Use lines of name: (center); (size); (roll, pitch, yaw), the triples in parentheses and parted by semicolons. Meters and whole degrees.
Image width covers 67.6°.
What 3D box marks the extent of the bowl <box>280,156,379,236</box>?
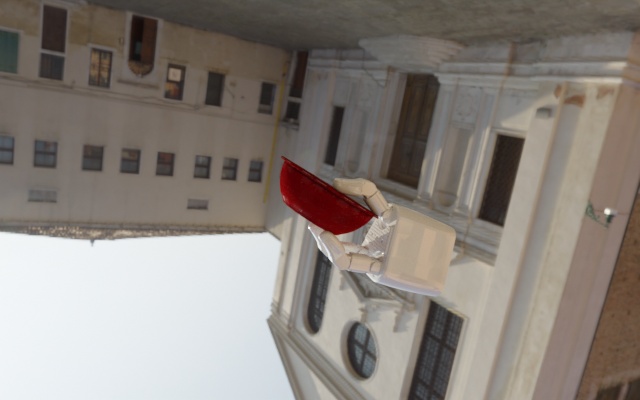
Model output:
bowl: (-0.001, 0.002, 0.672); (0.162, 0.055, 0.162); (33, 3, -2)
